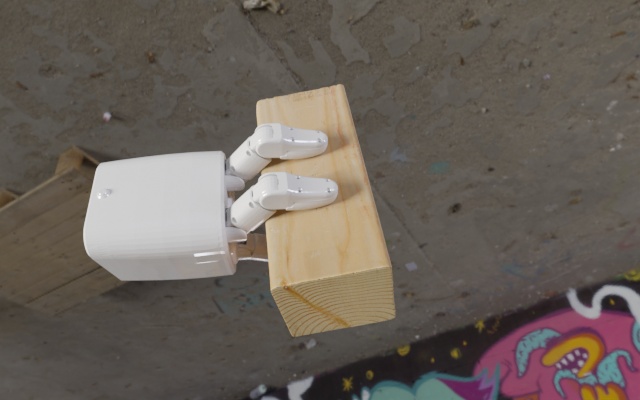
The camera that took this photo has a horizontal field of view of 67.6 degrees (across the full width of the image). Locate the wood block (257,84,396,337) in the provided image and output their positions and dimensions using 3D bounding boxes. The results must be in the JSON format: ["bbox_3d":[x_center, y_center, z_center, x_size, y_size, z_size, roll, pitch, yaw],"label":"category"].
[{"bbox_3d":[0.000,0.002,0.430,0.090,0.206,0.091,-11,-38,2],"label":"wood block"}]
